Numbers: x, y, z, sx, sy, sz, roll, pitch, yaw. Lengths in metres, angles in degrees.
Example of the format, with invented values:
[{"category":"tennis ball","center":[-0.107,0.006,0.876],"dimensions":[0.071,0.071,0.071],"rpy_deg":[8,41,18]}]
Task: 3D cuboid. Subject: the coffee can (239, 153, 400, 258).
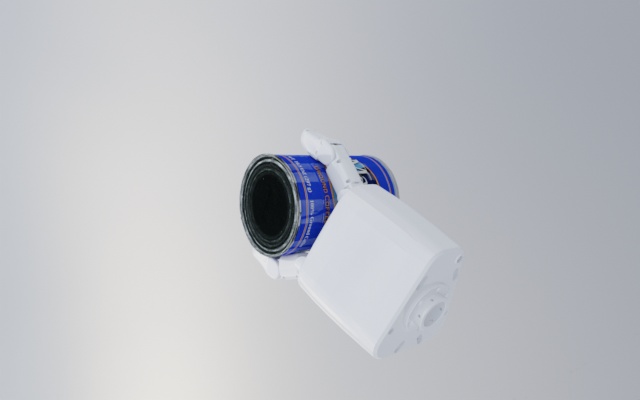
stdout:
[{"category":"coffee can","center":[0.000,0.002,0.511],"dimensions":[0.140,0.103,0.103],"rpy_deg":[-4,2,-40]}]
